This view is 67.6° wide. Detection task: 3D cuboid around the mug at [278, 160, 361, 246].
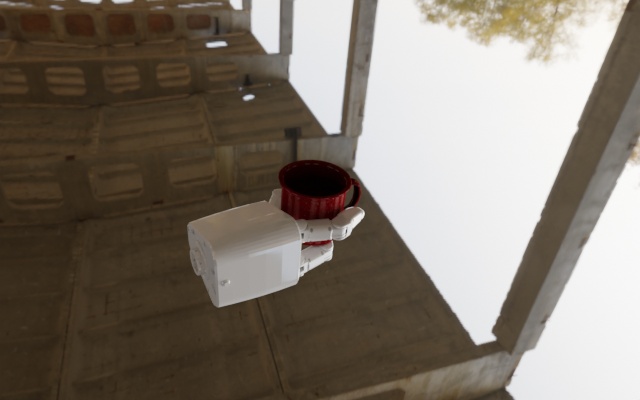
[{"bbox_3d":[0.001,0.002,0.630,0.117,0.082,0.093,-13,39,-26],"label":"mug"}]
